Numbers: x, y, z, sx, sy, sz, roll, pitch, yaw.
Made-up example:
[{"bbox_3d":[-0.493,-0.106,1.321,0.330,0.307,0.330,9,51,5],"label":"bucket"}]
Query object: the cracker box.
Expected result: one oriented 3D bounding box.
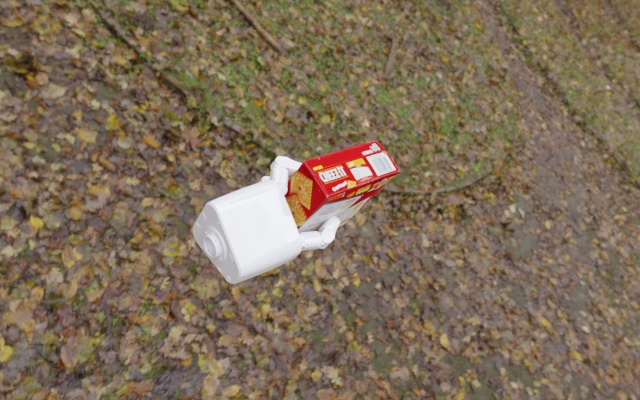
[{"bbox_3d":[0.000,0.003,0.766,0.164,0.072,0.214,-20,-18,-40],"label":"cracker box"}]
